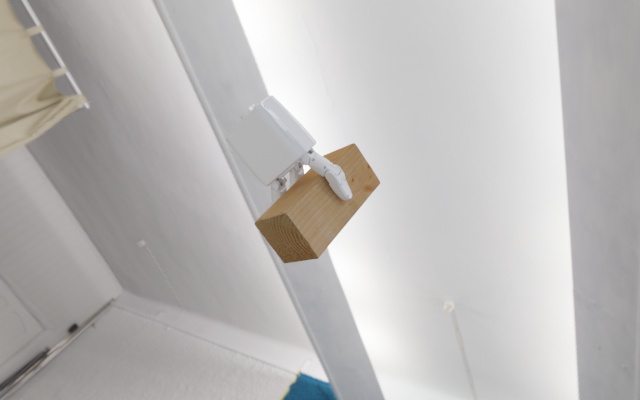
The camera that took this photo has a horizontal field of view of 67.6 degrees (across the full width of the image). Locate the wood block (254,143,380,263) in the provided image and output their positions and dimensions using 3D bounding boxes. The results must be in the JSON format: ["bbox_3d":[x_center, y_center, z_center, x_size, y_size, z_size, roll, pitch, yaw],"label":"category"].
[{"bbox_3d":[0.000,0.002,0.801,0.091,0.090,0.206,-16,24,48],"label":"wood block"}]
